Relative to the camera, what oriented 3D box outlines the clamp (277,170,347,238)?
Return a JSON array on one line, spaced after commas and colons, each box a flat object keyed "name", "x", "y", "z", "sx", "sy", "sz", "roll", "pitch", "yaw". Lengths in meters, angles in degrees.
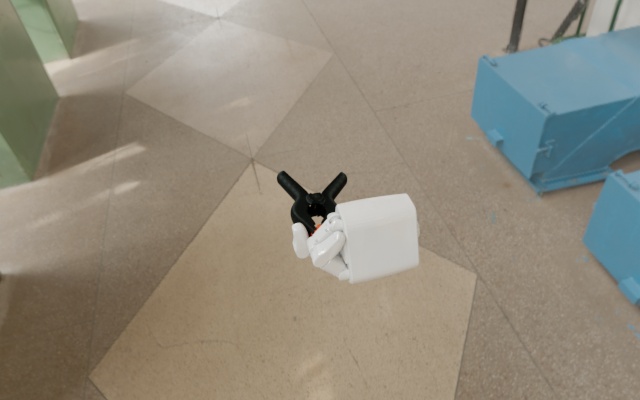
[{"name": "clamp", "x": 0.000, "y": 0.002, "z": 0.771, "sx": 0.120, "sy": 0.039, "sz": 0.171, "roll": -9, "pitch": 42, "yaw": -9}]
